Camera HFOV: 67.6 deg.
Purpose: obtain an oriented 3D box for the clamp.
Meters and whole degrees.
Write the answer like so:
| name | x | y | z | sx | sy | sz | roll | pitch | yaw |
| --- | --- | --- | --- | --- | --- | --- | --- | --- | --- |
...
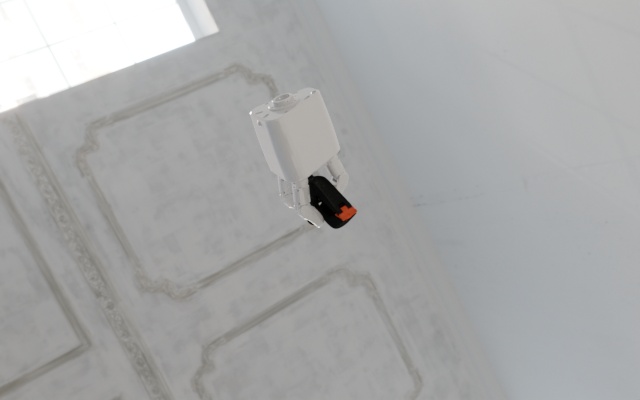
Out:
| name | x | y | z | sx | sy | sz | roll | pitch | yaw |
| --- | --- | --- | --- | --- | --- | --- | --- | --- | --- |
| clamp | 0.001 | 0.002 | 0.803 | 0.036 | 0.165 | 0.210 | -32 | 32 | -15 |
